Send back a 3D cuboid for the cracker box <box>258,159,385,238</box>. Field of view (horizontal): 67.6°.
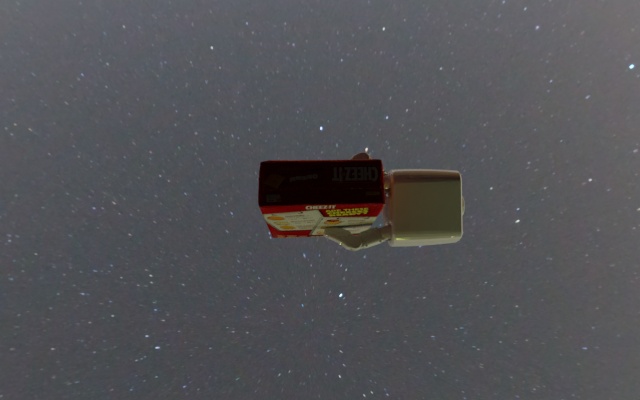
[{"bbox_3d":[0.000,0.003,0.715,0.164,0.072,0.214,-2,-15,-1],"label":"cracker box"}]
